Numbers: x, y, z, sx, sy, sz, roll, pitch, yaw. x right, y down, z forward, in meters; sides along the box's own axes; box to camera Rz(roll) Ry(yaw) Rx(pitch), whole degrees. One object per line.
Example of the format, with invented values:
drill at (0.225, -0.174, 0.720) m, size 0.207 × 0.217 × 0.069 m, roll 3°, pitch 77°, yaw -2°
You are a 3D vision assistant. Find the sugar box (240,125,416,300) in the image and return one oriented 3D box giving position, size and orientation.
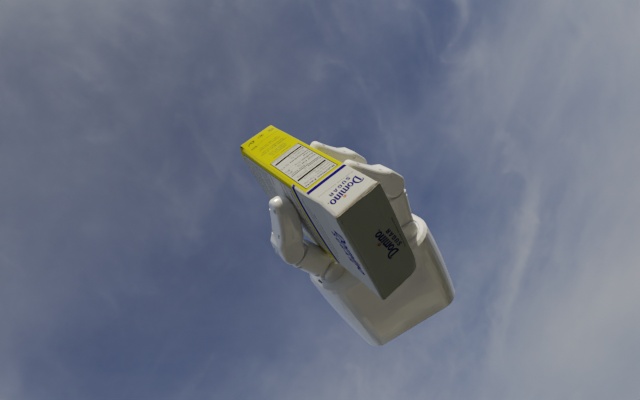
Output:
sugar box at (0.000, 0.001, 0.403) m, size 0.048 × 0.093 × 0.176 m, roll -40°, pitch 36°, yaw -14°
